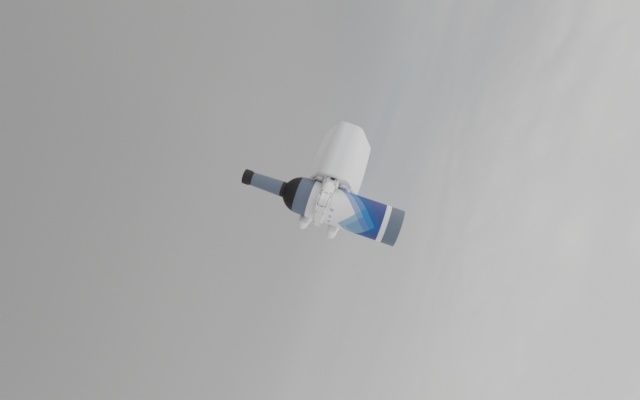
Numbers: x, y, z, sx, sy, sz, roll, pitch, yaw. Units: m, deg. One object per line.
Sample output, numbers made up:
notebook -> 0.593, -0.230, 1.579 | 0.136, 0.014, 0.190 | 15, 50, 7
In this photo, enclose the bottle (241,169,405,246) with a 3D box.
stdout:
bottle -> 0.000, 0.003, 0.857 | 0.295, 0.069, 0.069 | 19, 1, 4
